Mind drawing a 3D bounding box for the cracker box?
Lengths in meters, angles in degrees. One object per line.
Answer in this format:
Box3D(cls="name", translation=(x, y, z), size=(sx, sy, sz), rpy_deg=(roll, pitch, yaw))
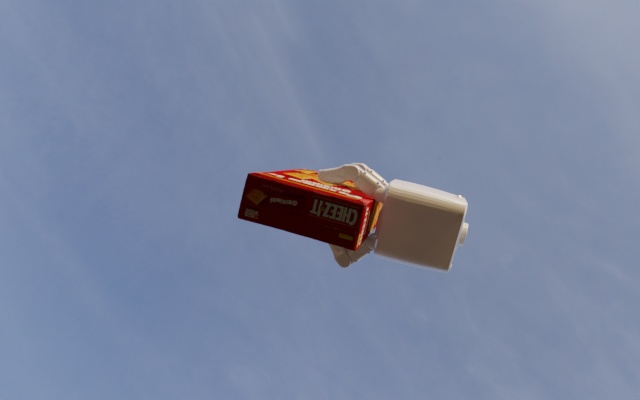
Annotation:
Box3D(cls="cracker box", translation=(0.000, 0.002, 0.704), size=(0.164, 0.072, 0.213), rpy_deg=(14, 8, 13))
